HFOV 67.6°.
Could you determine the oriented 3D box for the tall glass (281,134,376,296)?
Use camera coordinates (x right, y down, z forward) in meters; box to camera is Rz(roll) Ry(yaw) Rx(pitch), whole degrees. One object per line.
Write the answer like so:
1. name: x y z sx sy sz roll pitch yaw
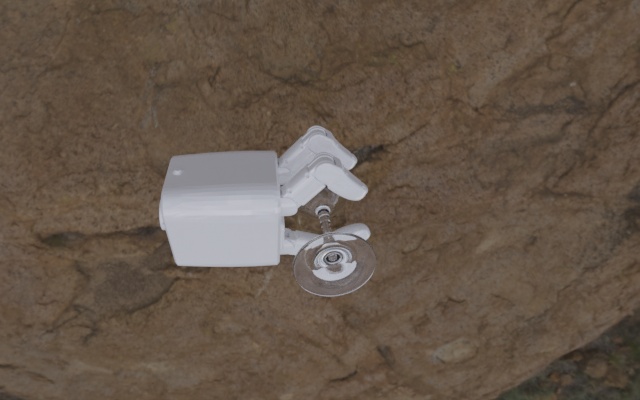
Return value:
1. tall glass: 0.000 0.002 0.498 0.079 0.079 0.201 0 34 -8
